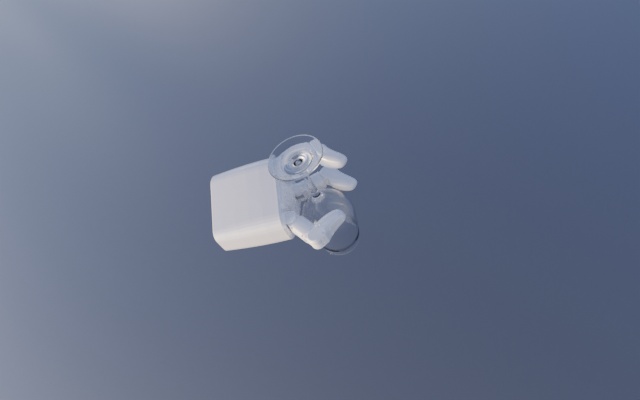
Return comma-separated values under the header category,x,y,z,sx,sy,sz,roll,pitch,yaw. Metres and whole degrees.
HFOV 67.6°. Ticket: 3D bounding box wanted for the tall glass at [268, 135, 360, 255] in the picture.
category,x,y,z,sx,sy,sz,roll,pitch,yaw
tall glass,0.000,0.002,0.669,0.079,0.079,0.201,0,-34,23
